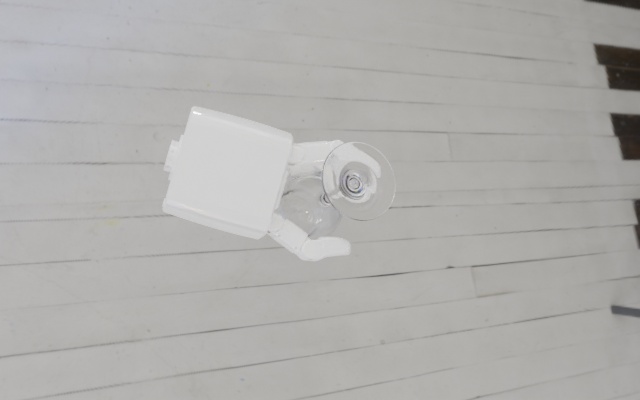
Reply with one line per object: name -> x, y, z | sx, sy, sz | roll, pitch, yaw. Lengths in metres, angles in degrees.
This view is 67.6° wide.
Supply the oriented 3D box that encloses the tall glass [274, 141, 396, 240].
tall glass -> 0.000, 0.002, 0.522 | 0.079, 0.079, 0.201 | 0, -12, -21
